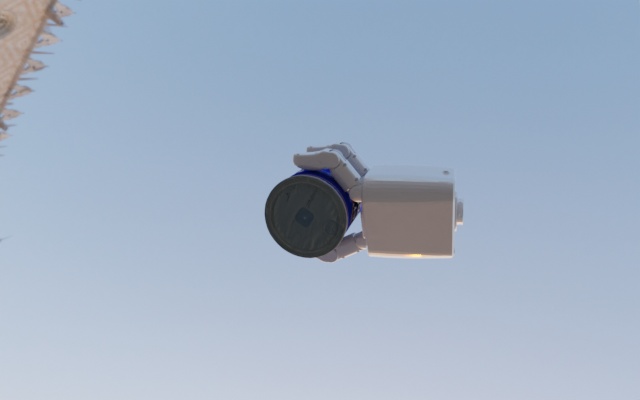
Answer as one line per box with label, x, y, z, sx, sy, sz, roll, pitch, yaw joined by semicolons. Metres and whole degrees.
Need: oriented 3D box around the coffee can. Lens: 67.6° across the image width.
coffee can;0.000;0.002;0.628;0.103;0.103;0.140;0;16;17
